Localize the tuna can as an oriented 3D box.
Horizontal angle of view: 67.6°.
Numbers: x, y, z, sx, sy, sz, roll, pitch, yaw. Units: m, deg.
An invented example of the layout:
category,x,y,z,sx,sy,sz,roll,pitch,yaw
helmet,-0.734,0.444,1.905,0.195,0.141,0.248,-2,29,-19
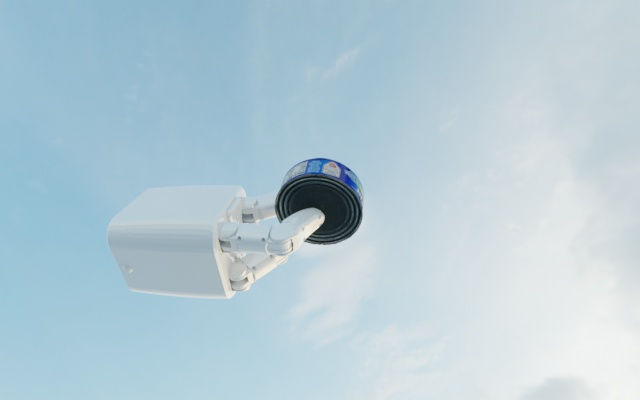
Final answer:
category,x,y,z,sx,sy,sz,roll,pitch,yaw
tuna can,0.000,0.001,0.472,0.086,0.086,0.033,0,37,10
